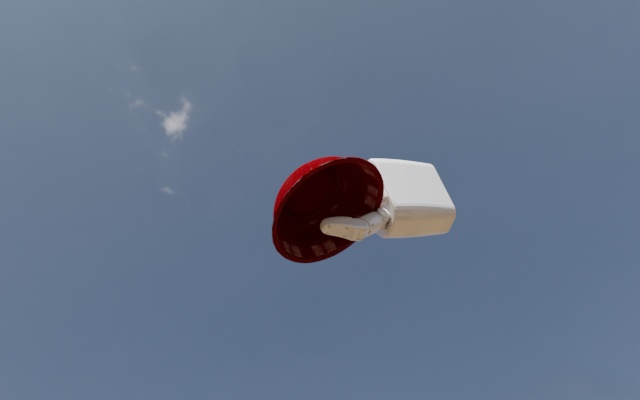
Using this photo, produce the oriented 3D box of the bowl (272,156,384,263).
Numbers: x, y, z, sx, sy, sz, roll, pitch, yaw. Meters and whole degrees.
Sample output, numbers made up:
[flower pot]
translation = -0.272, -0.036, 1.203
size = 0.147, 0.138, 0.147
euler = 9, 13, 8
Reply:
[bowl]
translation = -0.001, 0.002, 0.610
size = 0.162, 0.162, 0.055
euler = 0, 35, -38
